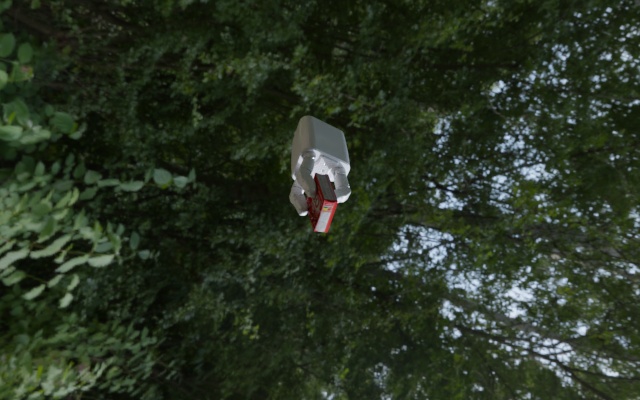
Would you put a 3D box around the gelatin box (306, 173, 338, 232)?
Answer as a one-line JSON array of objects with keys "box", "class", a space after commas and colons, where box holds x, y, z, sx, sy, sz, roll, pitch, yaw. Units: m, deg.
[{"box": [0.001, 0.003, 0.882, 0.030, 0.073, 0.089, 6, 36, -19], "class": "gelatin box"}]
